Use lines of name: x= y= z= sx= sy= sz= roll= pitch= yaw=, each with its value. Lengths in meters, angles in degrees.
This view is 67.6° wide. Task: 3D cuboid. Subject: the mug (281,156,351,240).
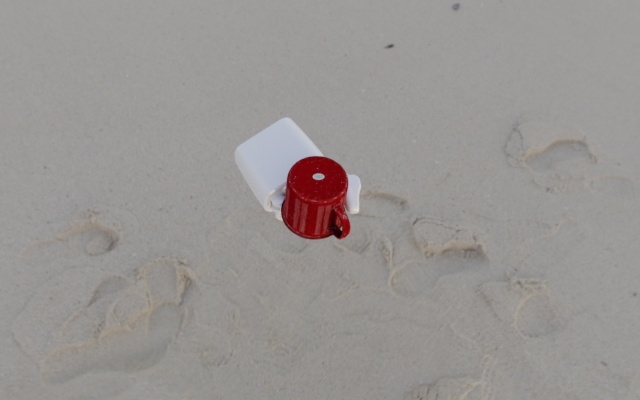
mug: x=0.001 y=0.003 z=0.645 sx=0.093 sy=0.117 sz=0.082 roll=-27 pitch=-28 yaw=-22
